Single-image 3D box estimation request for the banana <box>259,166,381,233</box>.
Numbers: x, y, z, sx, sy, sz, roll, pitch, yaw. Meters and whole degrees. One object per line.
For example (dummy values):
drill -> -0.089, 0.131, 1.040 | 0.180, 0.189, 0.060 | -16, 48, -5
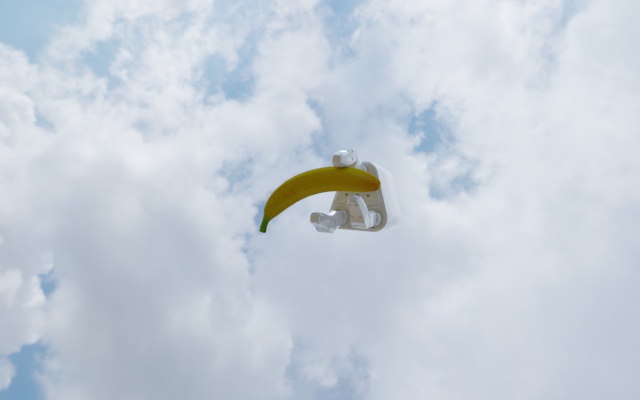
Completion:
banana -> -0.008, -0.014, 0.707 | 0.198, 0.069, 0.037 | -22, -16, 19
